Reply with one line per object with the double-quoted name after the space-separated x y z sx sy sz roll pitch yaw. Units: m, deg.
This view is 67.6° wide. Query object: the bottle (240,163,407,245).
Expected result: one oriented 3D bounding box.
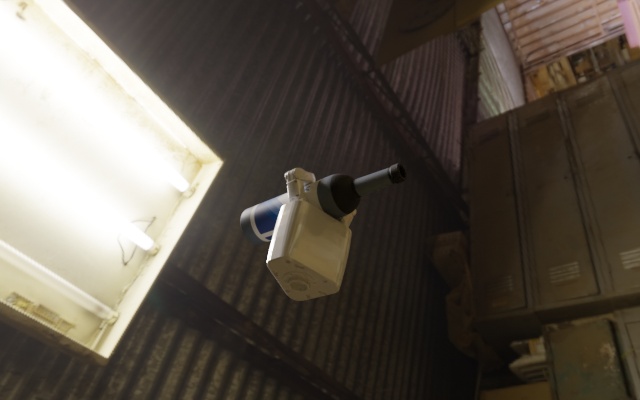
0.000 0.002 0.757 0.296 0.069 0.069 -20 -11 32 "bottle"
